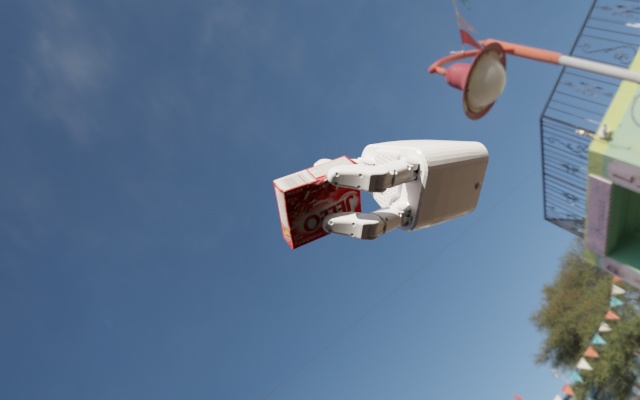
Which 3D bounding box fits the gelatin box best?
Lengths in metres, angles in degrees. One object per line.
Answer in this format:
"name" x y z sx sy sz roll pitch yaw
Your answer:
"gelatin box" 0.000 0.002 0.504 0.089 0.073 0.030 -20 36 -20
